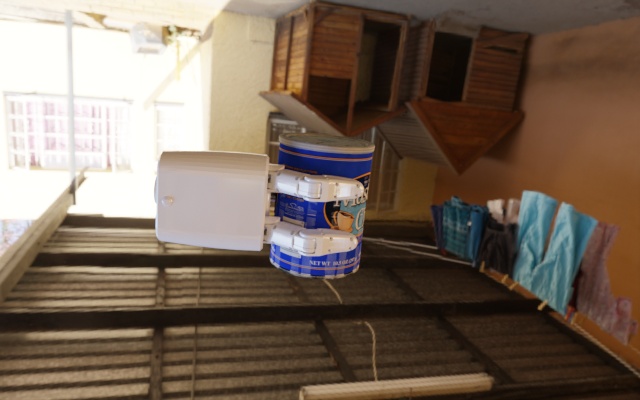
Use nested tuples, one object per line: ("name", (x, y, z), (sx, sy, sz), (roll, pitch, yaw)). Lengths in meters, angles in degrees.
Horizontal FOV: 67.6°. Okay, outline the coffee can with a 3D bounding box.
("coffee can", (0.000, 0.002, 0.527), (0.103, 0.140, 0.102), (6, 14, -1))
